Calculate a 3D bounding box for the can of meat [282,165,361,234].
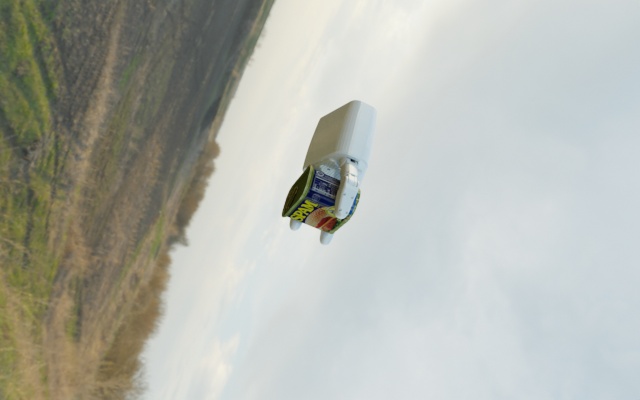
[{"bbox_3d":[0.000,0.002,0.712,0.084,0.057,0.102,22,-31,-15],"label":"can of meat"}]
